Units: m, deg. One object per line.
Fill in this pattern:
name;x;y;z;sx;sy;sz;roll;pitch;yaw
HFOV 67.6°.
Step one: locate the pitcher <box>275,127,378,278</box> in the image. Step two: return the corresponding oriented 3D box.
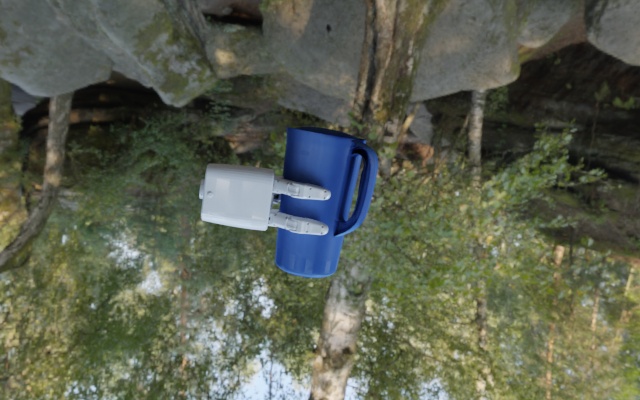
pitcher;0.000;0.003;0.797;0.145;0.243;0.149;8;9;-7
